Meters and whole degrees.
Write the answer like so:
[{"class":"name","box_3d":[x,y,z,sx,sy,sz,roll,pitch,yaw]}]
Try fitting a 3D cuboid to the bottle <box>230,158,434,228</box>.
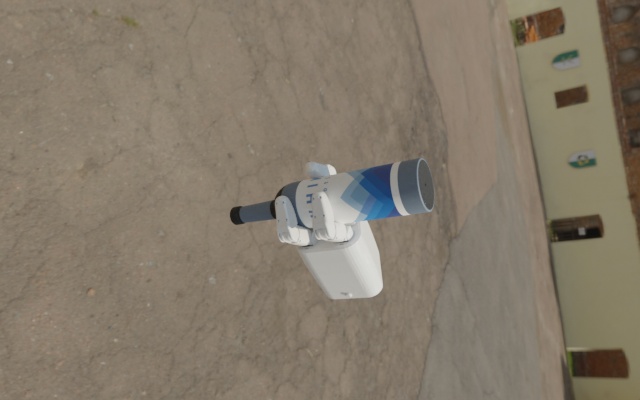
[{"class":"bottle","box_3d":[0.000,0.002,0.646,0.296,0.069,0.069,-9,-5,28]}]
